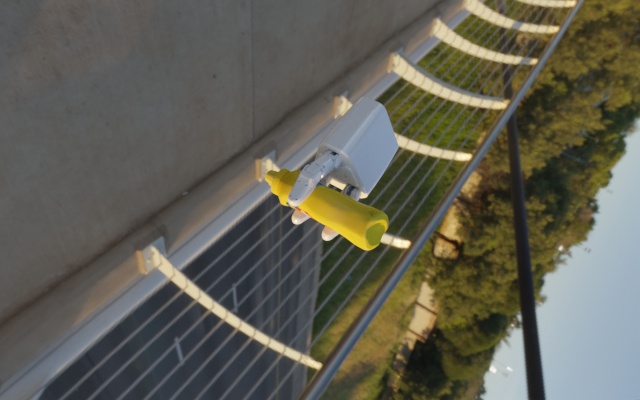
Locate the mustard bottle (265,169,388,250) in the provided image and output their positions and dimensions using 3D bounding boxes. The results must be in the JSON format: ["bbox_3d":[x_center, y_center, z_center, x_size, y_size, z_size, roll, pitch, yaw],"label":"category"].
[{"bbox_3d":[0.000,0.003,0.685,0.191,0.058,0.096,28,2,22],"label":"mustard bottle"}]
